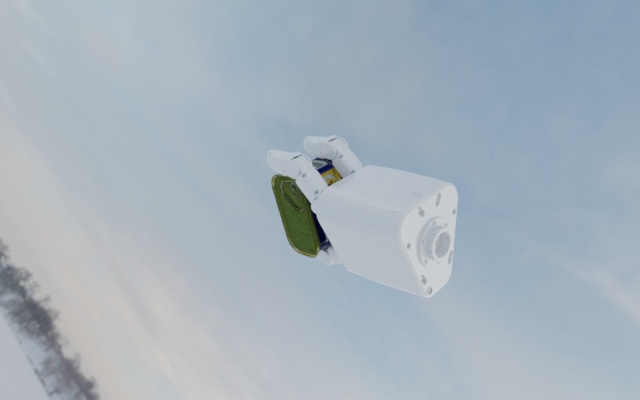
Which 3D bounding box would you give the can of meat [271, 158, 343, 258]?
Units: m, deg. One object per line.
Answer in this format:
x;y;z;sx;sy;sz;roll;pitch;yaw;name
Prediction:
0.000;0.002;0.561;0.084;0.102;0.057;-29;25;-33;can of meat
